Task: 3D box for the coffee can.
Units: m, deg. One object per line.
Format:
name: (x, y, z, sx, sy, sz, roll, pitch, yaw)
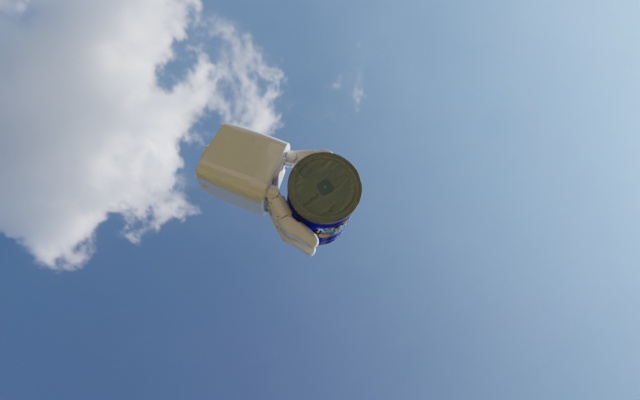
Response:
coffee can: (0.000, 0.002, 0.712, 0.103, 0.102, 0.140, 0, -18, -5)
